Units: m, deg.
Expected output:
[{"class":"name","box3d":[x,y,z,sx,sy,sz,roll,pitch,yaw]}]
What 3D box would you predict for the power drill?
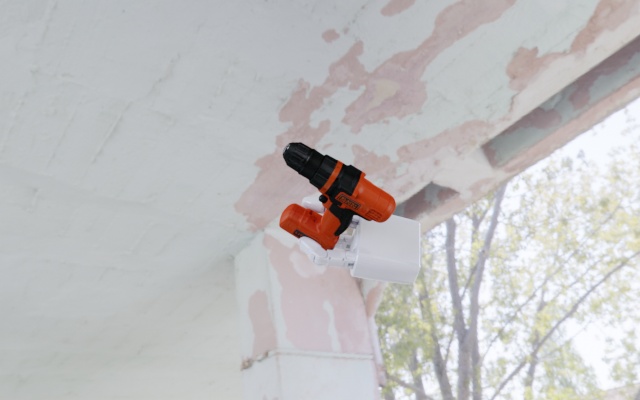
[{"class":"power drill","box3d":[0.000,0.003,0.750,0.184,0.057,0.188,32,-34,-7]}]
